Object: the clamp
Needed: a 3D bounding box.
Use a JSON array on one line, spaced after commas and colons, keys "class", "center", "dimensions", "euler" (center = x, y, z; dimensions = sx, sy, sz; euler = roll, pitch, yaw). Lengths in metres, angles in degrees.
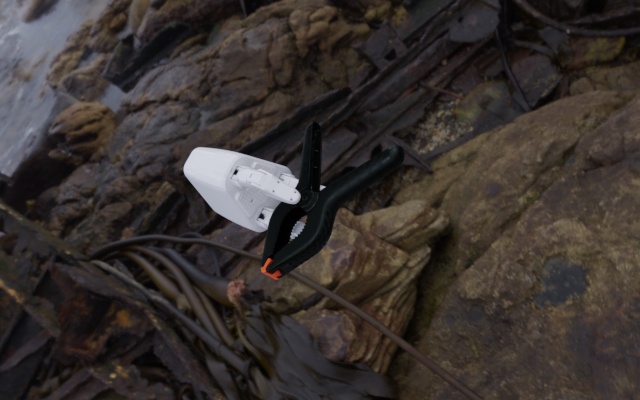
[{"class": "clamp", "center": [-0.001, 0.002, 0.570], "dimensions": [0.164, 0.210, 0.036], "euler": [16, -16, 45]}]
